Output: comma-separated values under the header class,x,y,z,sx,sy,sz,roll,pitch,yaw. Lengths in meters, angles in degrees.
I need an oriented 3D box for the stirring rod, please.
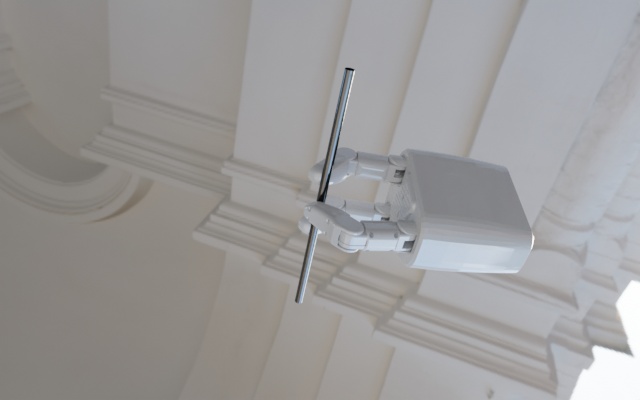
class,x,y,z,sx,sy,sz,roll,pitch,yaw
stirring rod,0.000,0.001,0.423,0.011,0.240,0.011,9,31,-6
